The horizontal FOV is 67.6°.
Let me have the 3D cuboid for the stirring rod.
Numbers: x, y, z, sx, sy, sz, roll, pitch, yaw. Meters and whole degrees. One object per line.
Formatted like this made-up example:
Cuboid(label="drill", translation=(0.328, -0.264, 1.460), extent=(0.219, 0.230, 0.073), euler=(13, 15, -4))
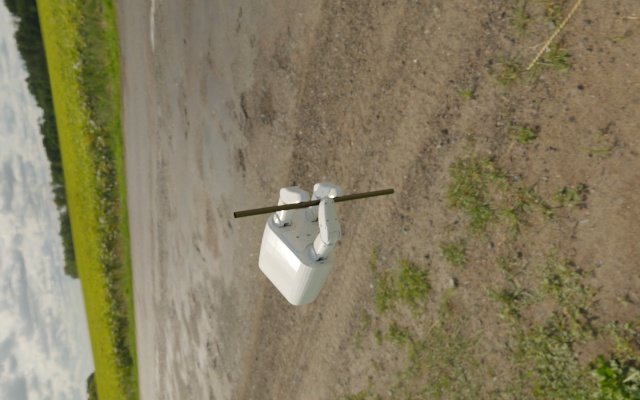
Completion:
Cuboid(label="stirring rod", translation=(0.000, 0.002, 0.640), extent=(0.239, 0.011, 0.011), euler=(-9, 4, -28))
